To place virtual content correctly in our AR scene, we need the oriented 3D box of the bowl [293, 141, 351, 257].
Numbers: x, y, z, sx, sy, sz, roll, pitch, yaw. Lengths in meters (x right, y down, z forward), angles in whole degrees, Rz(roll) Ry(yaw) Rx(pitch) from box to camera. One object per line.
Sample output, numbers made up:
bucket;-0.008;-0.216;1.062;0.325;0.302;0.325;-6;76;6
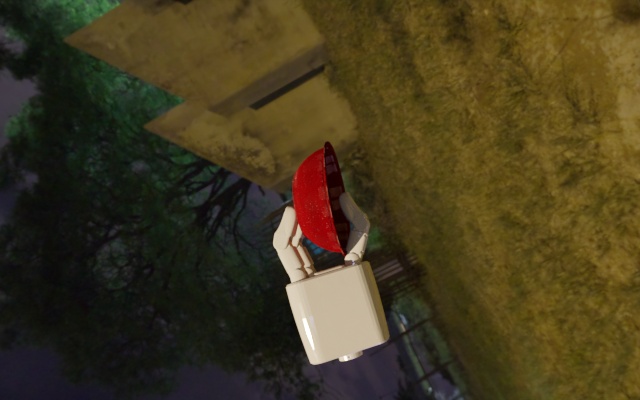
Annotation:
bowl;0.000;0.001;0.661;0.055;0.162;0.162;-9;-2;11
